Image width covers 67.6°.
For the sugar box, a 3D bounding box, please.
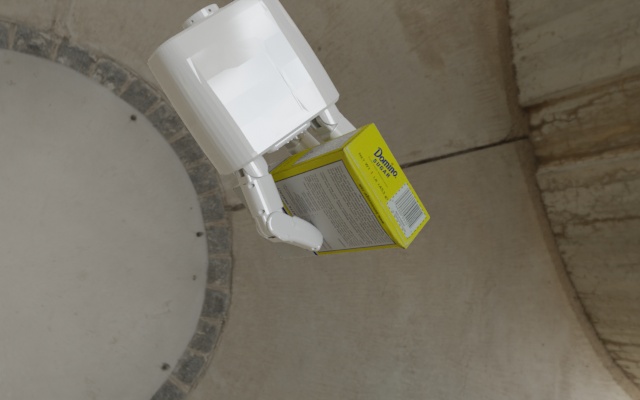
[{"bbox_3d":[0.000,0.001,0.423,0.048,0.093,0.176,-42,18,-31],"label":"sugar box"}]
